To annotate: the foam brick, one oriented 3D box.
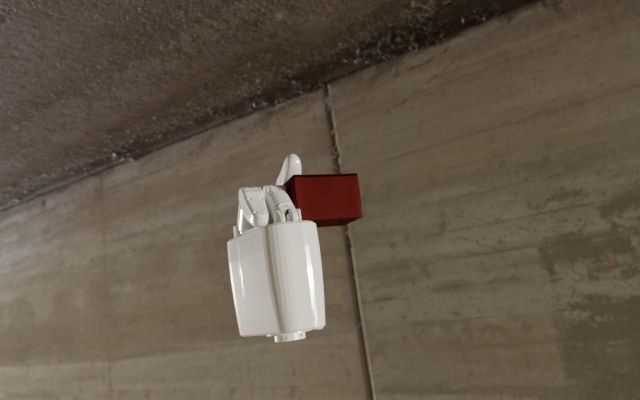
[{"bbox_3d":[0.000,0.002,0.537,0.078,0.051,0.053,-3,-14,-22],"label":"foam brick"}]
